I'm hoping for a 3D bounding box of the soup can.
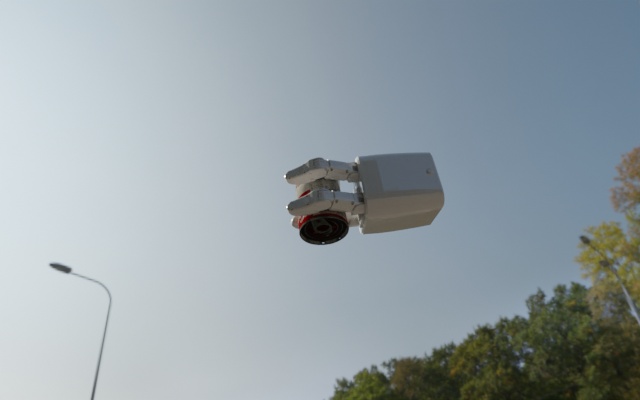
[{"bbox_3d":[0.000,0.002,0.675,0.068,0.102,0.069,-5,-37,-3],"label":"soup can"}]
